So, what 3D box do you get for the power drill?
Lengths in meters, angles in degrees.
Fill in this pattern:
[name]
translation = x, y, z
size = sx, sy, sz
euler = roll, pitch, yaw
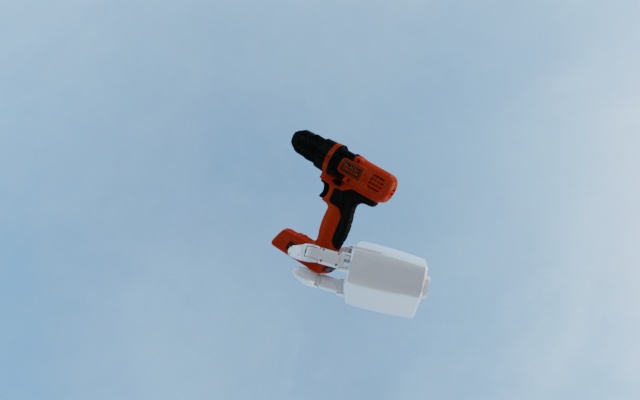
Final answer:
[power drill]
translation = 0.000, 0.003, 0.733
size = 0.184, 0.188, 0.057
euler = 31, 9, 21
